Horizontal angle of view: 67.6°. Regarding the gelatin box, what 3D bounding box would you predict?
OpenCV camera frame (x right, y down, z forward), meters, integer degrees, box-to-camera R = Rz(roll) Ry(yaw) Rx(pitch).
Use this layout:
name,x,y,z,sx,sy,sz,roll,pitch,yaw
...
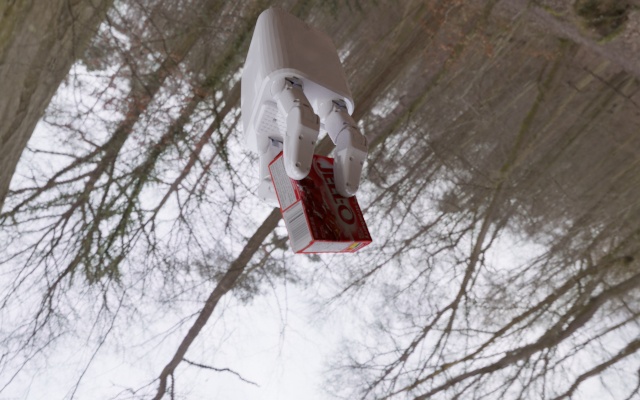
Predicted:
name,x,y,z,sx,sy,sz,roll,pitch,yaw
gelatin box,0.000,0.002,0.418,0.073,0.089,0.030,6,-33,-44
